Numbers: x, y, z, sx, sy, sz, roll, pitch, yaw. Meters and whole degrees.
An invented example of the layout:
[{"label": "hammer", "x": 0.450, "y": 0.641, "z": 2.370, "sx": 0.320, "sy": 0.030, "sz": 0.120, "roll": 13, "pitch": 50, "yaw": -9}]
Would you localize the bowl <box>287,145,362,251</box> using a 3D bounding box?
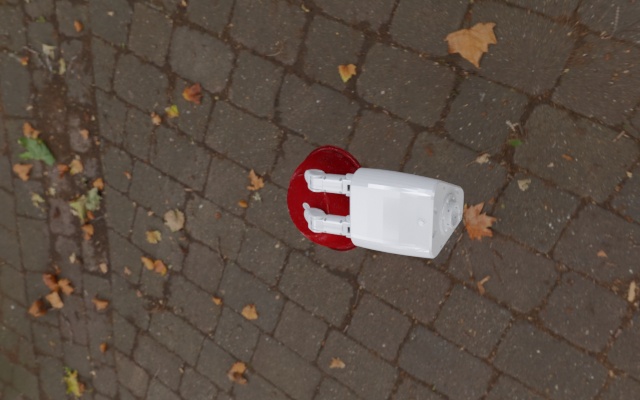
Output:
[{"label": "bowl", "x": -0.001, "y": 0.002, "z": 0.699, "sx": 0.055, "sy": 0.162, "sz": 0.162, "roll": -14, "pitch": 9, "yaw": -41}]
